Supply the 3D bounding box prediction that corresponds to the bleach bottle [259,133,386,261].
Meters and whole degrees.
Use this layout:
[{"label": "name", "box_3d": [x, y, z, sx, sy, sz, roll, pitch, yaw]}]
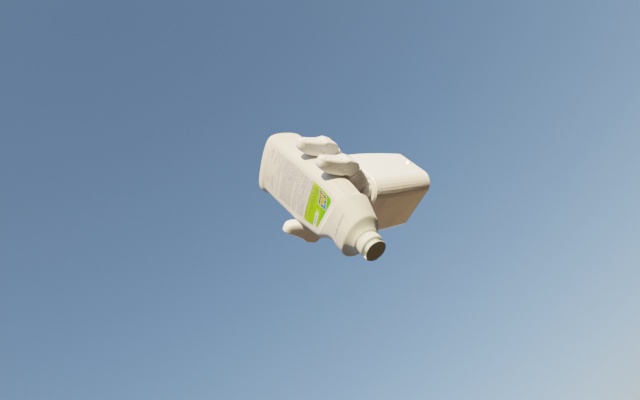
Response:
[{"label": "bleach bottle", "box_3d": [0.000, 0.002, 0.640, 0.068, 0.103, 0.250, -7, 35, -31]}]
